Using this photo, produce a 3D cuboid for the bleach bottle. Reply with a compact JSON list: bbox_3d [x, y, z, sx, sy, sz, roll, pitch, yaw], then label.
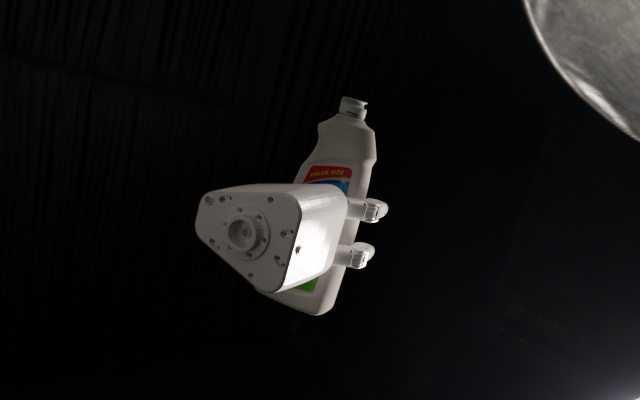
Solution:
[{"bbox_3d":[0.000,0.002,0.569,0.102,0.251,0.068,19,11,21],"label":"bleach bottle"}]
